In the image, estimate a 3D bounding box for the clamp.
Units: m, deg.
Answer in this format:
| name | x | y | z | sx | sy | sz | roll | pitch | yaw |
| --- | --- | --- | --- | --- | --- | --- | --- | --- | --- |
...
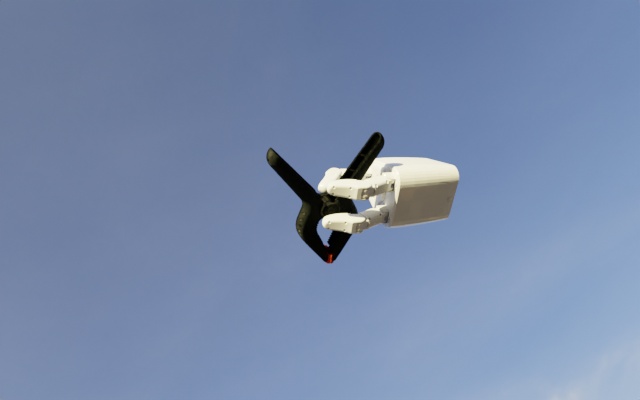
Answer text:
| name | x | y | z | sx | sy | sz | roll | pitch | yaw |
| --- | --- | --- | --- | --- | --- | --- | --- | --- | --- |
| clamp | 0.000 | 0.002 | 0.685 | 0.164 | 0.210 | 0.036 | -4 | 32 | -18 |
